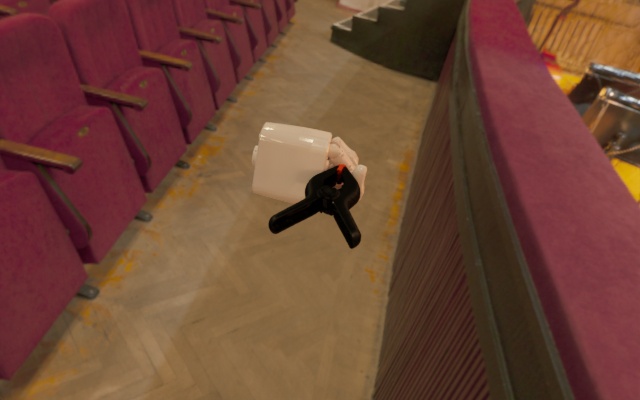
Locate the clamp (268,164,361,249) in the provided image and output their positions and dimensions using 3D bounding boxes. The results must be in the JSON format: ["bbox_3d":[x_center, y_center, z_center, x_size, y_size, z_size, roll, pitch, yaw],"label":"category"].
[{"bbox_3d":[0.000,0.002,0.659,0.120,0.039,0.171,10,33,2],"label":"clamp"}]
